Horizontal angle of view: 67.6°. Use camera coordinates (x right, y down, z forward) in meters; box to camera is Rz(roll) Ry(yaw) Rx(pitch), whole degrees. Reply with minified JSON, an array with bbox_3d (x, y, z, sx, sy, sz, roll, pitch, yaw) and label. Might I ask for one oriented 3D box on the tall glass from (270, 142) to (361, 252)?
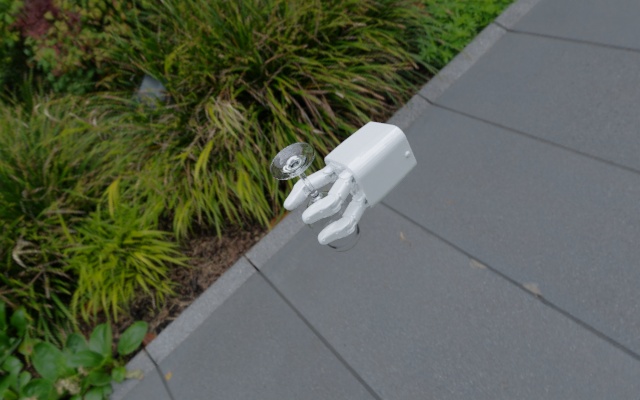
[{"bbox_3d":[0.000,0.002,0.771,0.079,0.079,0.201,0,-39,33],"label":"tall glass"}]
